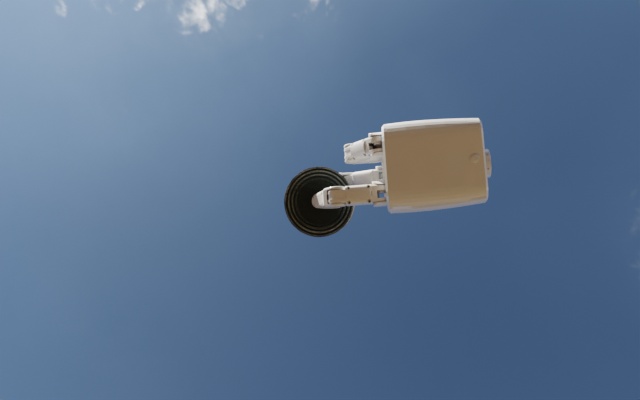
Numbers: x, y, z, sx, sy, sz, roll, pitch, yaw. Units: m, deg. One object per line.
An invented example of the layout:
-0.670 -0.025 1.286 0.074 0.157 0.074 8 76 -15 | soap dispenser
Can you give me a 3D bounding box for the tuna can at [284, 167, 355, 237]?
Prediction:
0.000 0.002 0.594 0.086 0.086 0.034 0 -1 9 | tuna can
